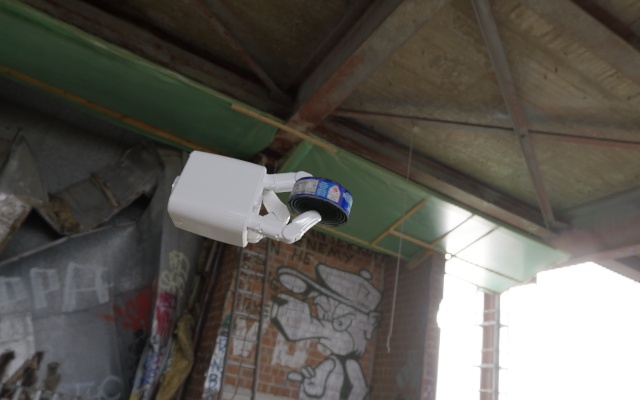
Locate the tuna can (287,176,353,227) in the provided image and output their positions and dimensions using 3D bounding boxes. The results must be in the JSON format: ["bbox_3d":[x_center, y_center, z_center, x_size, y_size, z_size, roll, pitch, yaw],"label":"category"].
[{"bbox_3d":[0.000,0.002,0.655,0.086,0.033,0.086,14,-25,7],"label":"tuna can"}]
